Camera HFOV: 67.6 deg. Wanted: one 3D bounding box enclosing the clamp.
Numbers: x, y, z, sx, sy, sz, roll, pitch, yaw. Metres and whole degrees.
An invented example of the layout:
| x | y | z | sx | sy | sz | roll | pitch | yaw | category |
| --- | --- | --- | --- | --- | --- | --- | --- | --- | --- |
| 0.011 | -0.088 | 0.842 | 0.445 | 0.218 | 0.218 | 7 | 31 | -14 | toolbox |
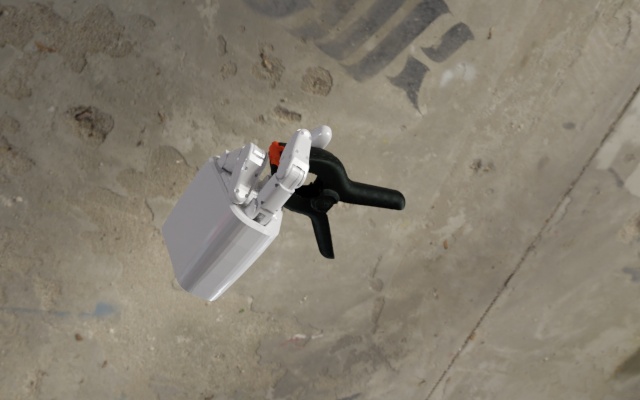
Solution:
| x | y | z | sx | sy | sz | roll | pitch | yaw | category |
| --- | --- | --- | --- | --- | --- | --- | --- | --- | --- |
| 0.000 | 0.002 | 0.525 | 0.171 | 0.120 | 0.039 | 31 | 20 | -30 | clamp |
